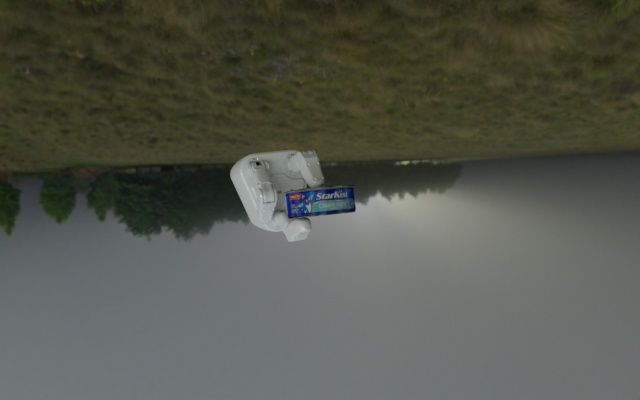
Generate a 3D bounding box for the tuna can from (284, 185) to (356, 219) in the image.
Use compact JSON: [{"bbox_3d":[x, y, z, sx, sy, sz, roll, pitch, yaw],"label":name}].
[{"bbox_3d":[0.000,0.002,0.584,0.086,0.034,0.086,-6,-2,0],"label":"tuna can"}]
